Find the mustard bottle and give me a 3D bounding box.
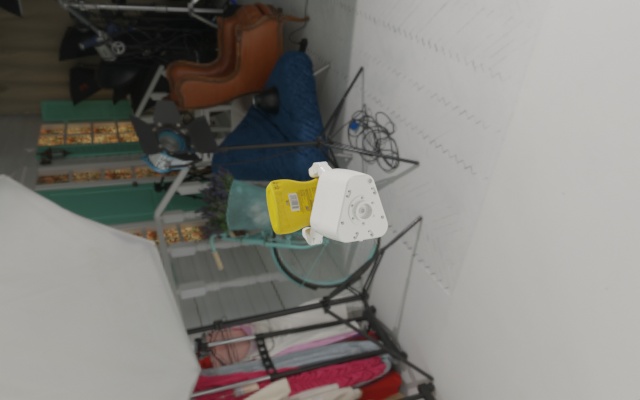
[{"bbox_3d":[0.000,0.003,0.892,0.191,0.096,0.058,-7,-15,-22],"label":"mustard bottle"}]
